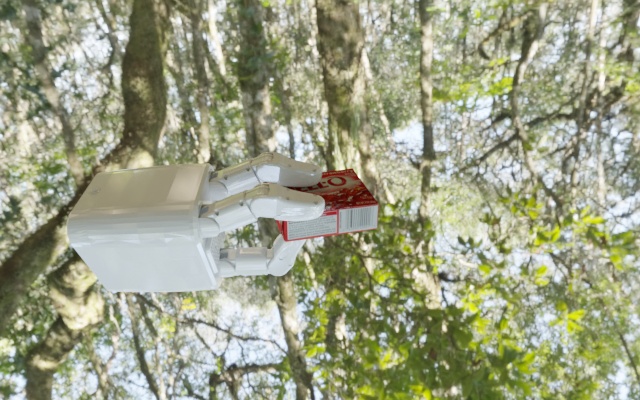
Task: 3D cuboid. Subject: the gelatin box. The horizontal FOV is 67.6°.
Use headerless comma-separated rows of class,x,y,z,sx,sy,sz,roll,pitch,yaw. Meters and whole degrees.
gelatin box,0.000,0.002,0.443,0.089,0.030,0.073,-7,31,-13
